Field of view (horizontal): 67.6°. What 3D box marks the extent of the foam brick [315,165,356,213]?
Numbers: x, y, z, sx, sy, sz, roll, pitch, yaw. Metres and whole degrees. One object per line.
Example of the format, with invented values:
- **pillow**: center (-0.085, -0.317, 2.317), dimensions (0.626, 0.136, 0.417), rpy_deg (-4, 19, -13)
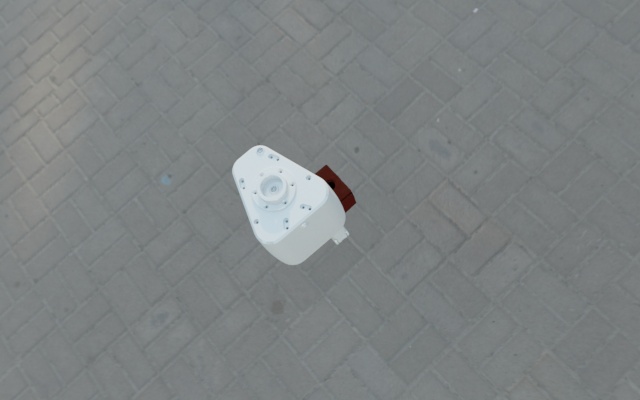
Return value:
- **foam brick**: center (0.000, 0.002, 0.625), dimensions (0.078, 0.053, 0.051), rpy_deg (-40, -20, -3)
